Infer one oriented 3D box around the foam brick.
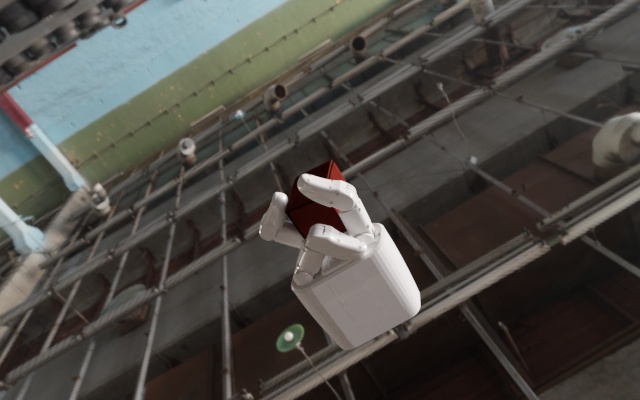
[{"bbox_3d":[0.000,0.001,0.539,0.053,0.051,0.078,-23,27,22],"label":"foam brick"}]
